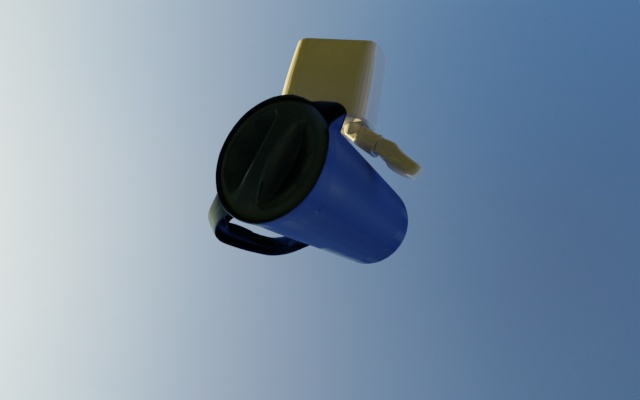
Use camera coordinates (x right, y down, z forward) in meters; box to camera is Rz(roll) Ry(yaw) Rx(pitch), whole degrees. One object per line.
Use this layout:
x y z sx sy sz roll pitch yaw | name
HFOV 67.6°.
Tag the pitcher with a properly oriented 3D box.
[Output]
0.000 0.002 0.545 0.149 0.145 0.243 2 -18 33 | pitcher
